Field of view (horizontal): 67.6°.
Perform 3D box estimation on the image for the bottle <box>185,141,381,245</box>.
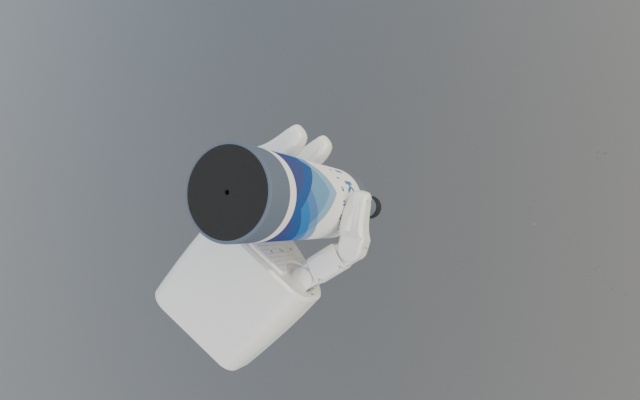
[{"bbox_3d":[0.000,0.001,0.437,0.069,0.069,0.296,0,-3,24],"label":"bottle"}]
